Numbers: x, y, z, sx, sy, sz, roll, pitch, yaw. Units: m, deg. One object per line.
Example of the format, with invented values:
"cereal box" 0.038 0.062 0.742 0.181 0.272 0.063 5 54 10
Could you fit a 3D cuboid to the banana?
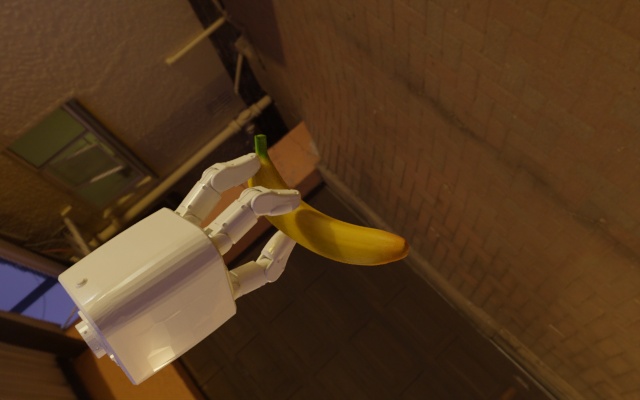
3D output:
"banana" -0.008 0.014 0.464 0.197 0.070 0.037 37 35 22
